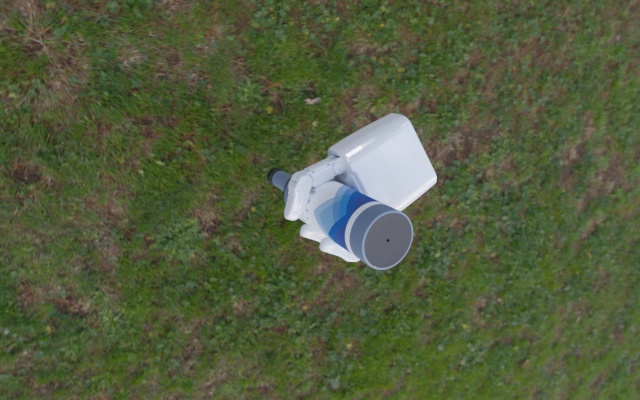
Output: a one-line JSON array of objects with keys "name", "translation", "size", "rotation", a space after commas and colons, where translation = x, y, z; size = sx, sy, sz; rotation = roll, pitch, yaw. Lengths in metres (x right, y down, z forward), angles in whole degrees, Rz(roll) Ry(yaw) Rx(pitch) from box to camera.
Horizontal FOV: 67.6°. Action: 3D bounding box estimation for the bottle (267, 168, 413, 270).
[{"name": "bottle", "translation": [0.000, 0.002, 0.622], "size": [0.069, 0.069, 0.295], "rotation": [0, 16, -30]}]
